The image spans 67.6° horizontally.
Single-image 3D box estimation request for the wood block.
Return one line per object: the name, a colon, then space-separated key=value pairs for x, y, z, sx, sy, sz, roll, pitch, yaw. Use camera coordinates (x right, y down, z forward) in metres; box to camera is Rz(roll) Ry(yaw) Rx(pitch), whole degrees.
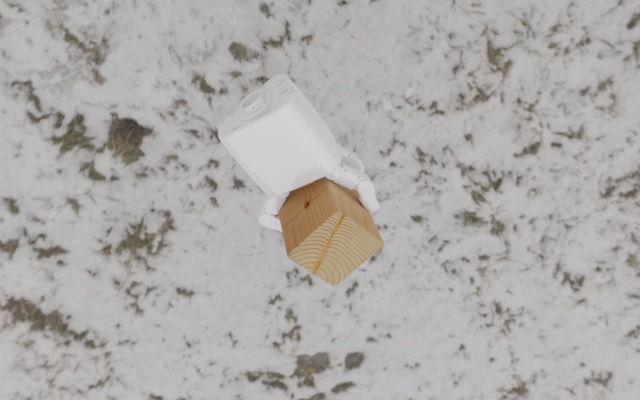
wood block: x=0.000 y=0.002 z=0.658 sx=0.090 sy=0.091 sz=0.206 roll=37 pitch=21 yaw=-31
